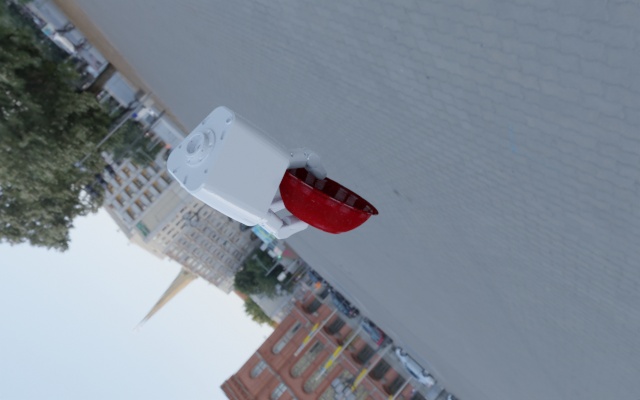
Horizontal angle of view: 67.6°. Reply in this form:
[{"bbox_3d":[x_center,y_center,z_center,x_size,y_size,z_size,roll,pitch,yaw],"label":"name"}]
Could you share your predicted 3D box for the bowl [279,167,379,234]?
[{"bbox_3d":[0.001,0.003,0.687,0.162,0.055,0.162,26,10,-5],"label":"bowl"}]
